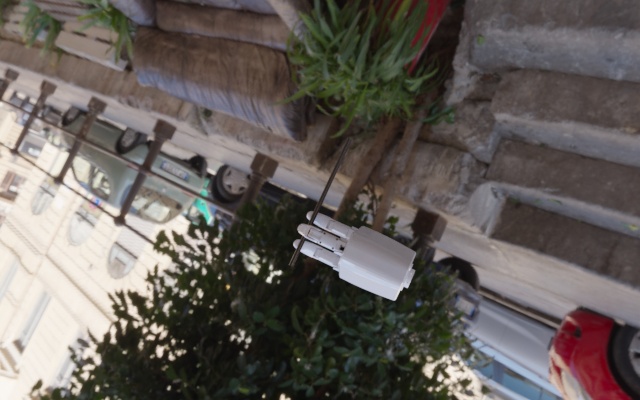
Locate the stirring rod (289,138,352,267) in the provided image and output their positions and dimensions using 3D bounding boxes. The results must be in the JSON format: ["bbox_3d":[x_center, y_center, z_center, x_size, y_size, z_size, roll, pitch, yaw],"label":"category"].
[{"bbox_3d":[0.000,0.003,0.821,0.011,0.239,0.011,25,-4,2],"label":"stirring rod"}]
